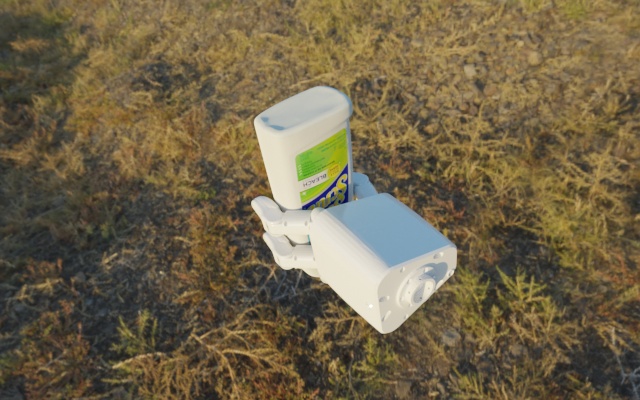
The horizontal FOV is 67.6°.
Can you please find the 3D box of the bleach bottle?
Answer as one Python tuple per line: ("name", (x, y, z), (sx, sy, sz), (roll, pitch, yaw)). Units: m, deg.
("bleach bottle", (0.000, 0.002, 0.560), (0.102, 0.251, 0.068), (-30, 43, -20))
